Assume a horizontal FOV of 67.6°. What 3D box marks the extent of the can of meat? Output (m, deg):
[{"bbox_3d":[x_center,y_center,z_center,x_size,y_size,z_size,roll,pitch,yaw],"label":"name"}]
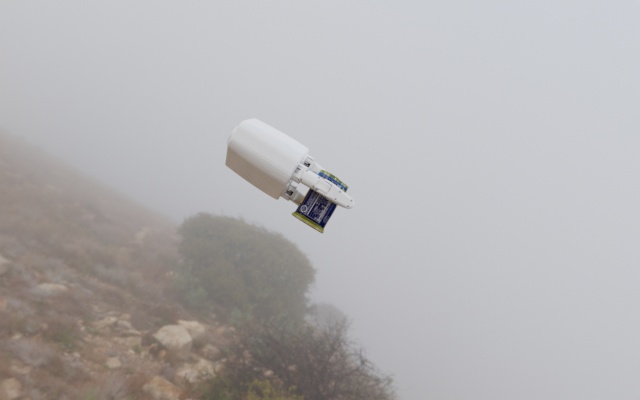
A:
[{"bbox_3d":[0.000,0.002,0.762,0.057,0.084,0.102,31,-4,0],"label":"can of meat"}]
